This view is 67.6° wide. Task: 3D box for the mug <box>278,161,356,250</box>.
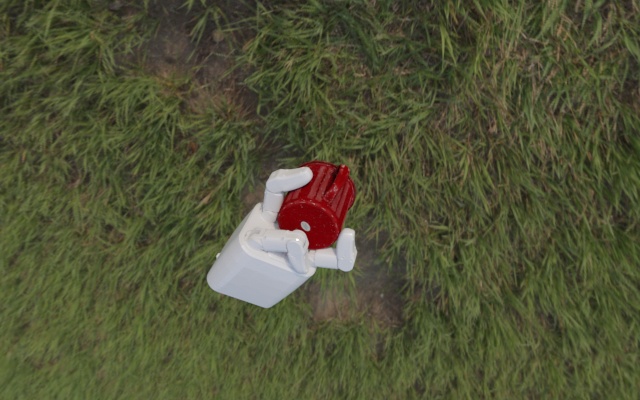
[{"bbox_3d":[0.001,0.001,0.609,0.093,0.081,0.117,35,-52,-11],"label":"mug"}]
